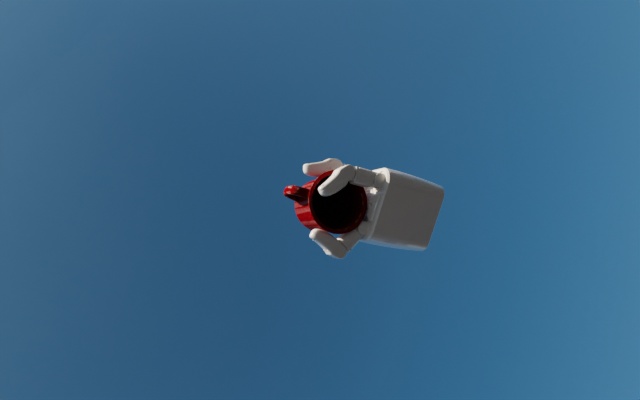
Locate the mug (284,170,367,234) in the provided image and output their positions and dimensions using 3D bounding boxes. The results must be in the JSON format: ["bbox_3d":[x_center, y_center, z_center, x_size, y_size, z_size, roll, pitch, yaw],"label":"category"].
[{"bbox_3d":[-0.001,0.002,0.714,0.117,0.093,0.081,15,-11,-21],"label":"mug"}]
